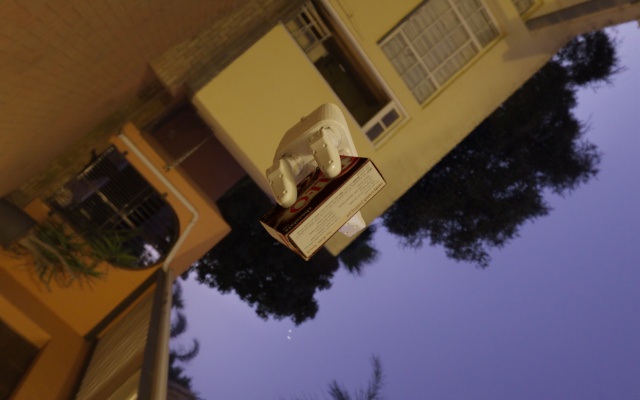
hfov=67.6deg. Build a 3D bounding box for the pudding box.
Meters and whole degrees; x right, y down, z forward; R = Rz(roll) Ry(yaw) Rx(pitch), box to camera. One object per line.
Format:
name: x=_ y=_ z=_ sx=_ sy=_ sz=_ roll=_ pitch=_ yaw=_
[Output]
pudding box: x=0.000 y=0.002 z=0.484 sx=0.113 sy=0.039 sz=0.090 roll=-45 pitch=20 yaw=-11
